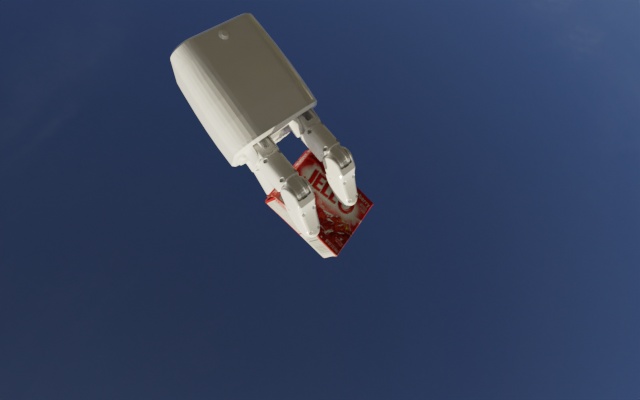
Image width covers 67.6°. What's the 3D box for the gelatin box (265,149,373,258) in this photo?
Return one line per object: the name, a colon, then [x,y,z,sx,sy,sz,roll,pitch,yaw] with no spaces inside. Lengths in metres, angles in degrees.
gelatin box: [0.000,0.002,0.481,0.089,0.073,0.030,45,-27,-15]
